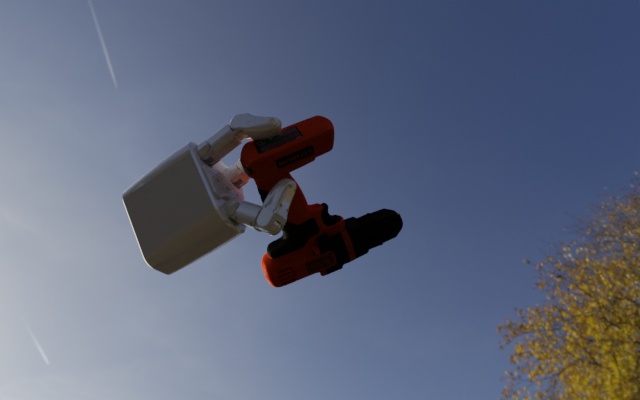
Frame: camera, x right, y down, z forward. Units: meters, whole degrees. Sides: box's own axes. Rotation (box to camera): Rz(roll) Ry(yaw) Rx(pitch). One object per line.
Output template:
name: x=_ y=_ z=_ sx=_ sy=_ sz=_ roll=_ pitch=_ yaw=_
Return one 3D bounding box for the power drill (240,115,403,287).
power drill: x=0.000 y=0.002 z=0.556 sx=0.184 sy=0.188 sz=0.057 roll=-23 pitch=31 yaw=-9
